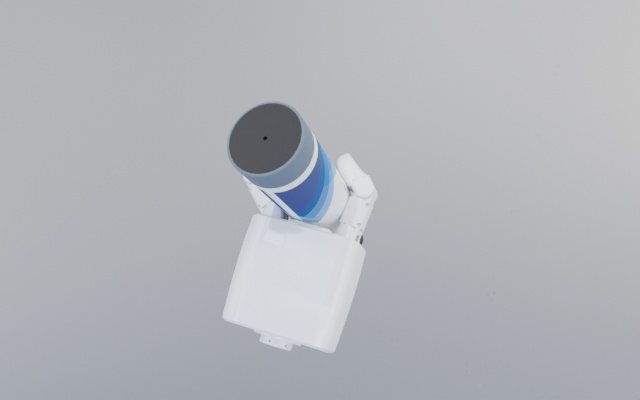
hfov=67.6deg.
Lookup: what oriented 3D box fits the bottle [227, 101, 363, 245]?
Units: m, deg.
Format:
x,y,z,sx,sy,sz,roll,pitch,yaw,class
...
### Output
x,y,z,sx,sy,sz,roll,pitch,yaw,class
0.000,0.001,0.504,0.069,0.069,0.296,0,-20,18,bottle
